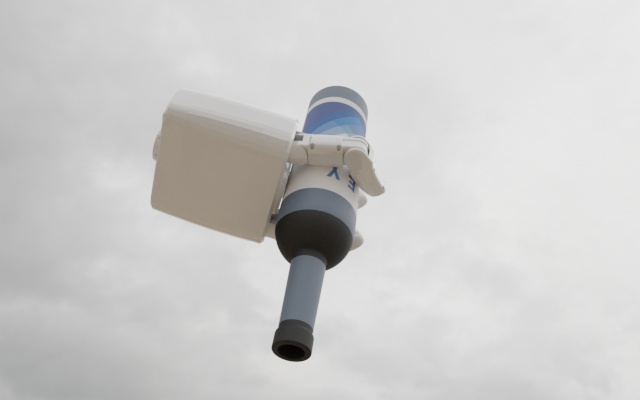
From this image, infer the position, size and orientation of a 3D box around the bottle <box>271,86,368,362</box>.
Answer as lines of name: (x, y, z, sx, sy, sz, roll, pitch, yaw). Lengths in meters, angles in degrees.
bottle: (0.000, 0.001, 0.424, 0.069, 0.069, 0.295, 0, 43, 10)
